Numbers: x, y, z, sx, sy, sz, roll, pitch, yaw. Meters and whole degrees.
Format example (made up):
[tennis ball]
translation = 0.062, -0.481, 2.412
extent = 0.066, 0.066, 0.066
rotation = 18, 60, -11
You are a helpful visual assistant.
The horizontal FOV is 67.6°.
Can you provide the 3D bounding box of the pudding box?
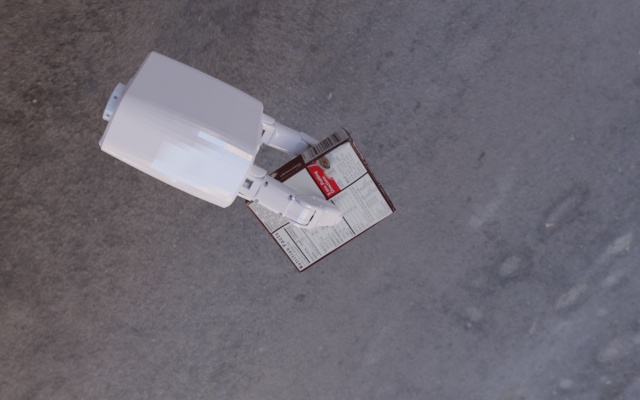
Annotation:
[pudding box]
translation = 0.000, 0.001, 0.447
extent = 0.113, 0.090, 0.039
rotation = -32, 24, 6
